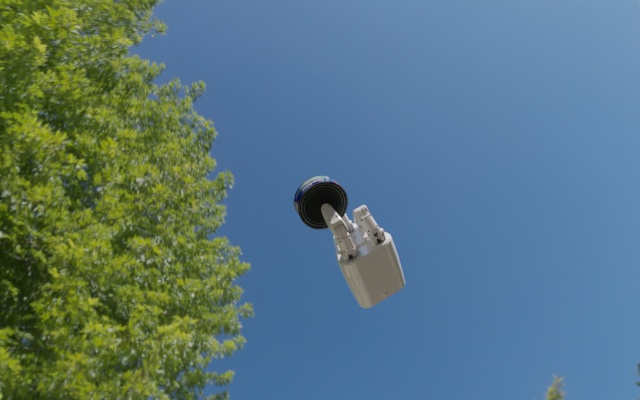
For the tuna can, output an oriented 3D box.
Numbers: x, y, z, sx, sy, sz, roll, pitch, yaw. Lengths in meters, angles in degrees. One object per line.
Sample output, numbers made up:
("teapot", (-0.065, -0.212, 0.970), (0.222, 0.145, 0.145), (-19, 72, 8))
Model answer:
("tuna can", (0.000, 0.002, 0.791), (0.086, 0.086, 0.033), (0, 23, -21))
